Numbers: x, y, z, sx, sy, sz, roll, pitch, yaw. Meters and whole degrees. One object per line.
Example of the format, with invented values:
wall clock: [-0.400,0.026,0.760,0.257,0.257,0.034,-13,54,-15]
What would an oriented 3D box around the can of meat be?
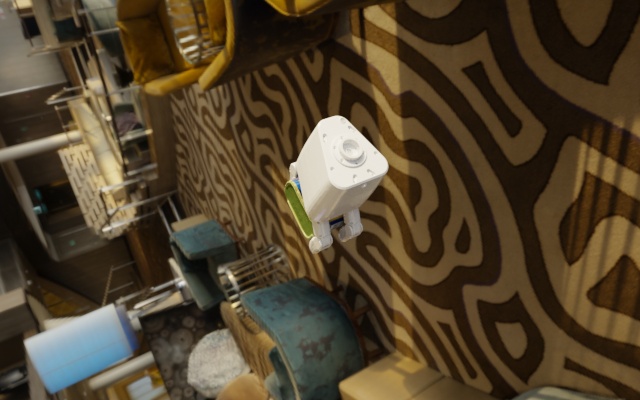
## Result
can of meat: [0.000,0.003,0.767,0.084,0.102,0.057,-21,-13,-26]
